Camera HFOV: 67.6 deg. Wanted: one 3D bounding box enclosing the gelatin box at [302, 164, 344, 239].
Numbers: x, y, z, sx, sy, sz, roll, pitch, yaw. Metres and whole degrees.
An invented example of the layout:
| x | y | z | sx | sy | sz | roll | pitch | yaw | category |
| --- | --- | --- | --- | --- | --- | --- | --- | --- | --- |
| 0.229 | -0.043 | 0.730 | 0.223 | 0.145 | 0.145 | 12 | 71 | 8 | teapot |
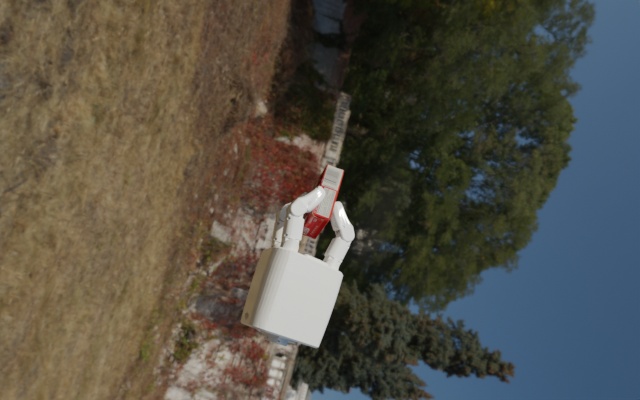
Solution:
| x | y | z | sx | sy | sz | roll | pitch | yaw | category |
| --- | --- | --- | --- | --- | --- | --- | --- | --- | --- |
| 0.001 | 0.002 | 0.700 | 0.030 | 0.089 | 0.073 | 21 | -29 | -8 | gelatin box |
